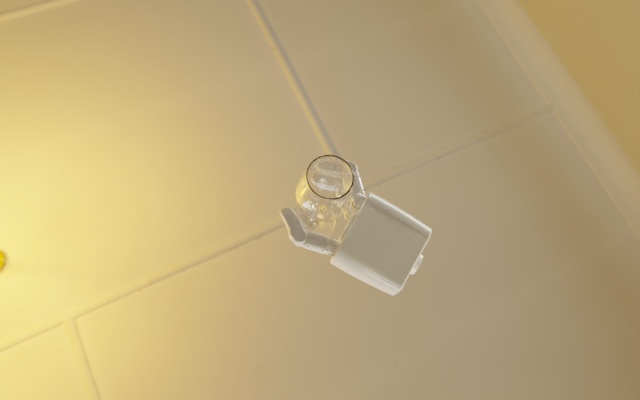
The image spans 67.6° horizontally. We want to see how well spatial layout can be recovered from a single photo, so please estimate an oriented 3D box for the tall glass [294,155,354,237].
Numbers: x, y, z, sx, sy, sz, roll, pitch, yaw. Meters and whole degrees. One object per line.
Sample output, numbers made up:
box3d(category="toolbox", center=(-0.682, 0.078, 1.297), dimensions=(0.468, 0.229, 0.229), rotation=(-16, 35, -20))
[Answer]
box3d(category="tall glass", center=(0.000, 0.002, 0.696), dimensions=(0.079, 0.079, 0.201), rotation=(0, -19, -7))
